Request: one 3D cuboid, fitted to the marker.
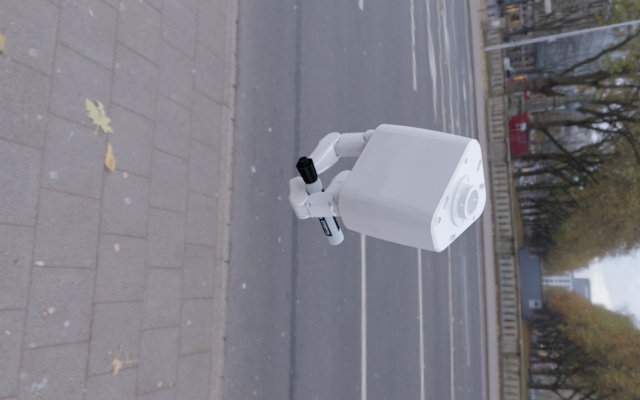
[{"bbox_3d":[0.000,0.002,0.526,0.020,0.121,0.020,-14,38,11],"label":"marker"}]
